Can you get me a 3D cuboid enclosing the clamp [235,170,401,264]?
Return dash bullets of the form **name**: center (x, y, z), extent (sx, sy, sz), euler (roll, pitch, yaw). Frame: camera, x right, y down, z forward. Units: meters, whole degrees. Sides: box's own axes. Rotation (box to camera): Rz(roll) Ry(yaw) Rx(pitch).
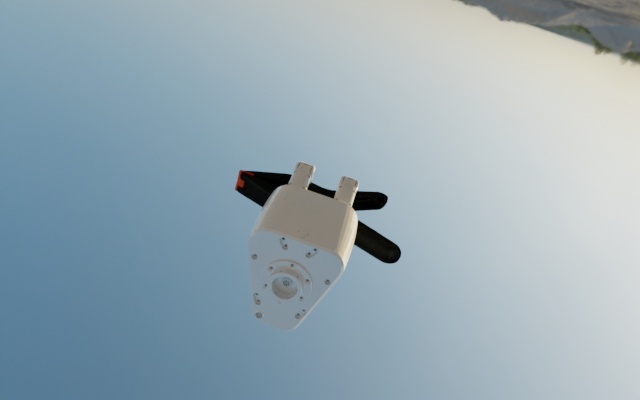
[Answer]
- **clamp**: center (-0.001, 0.003, 0.600), extent (0.210, 0.036, 0.164), euler (19, 22, 1)
